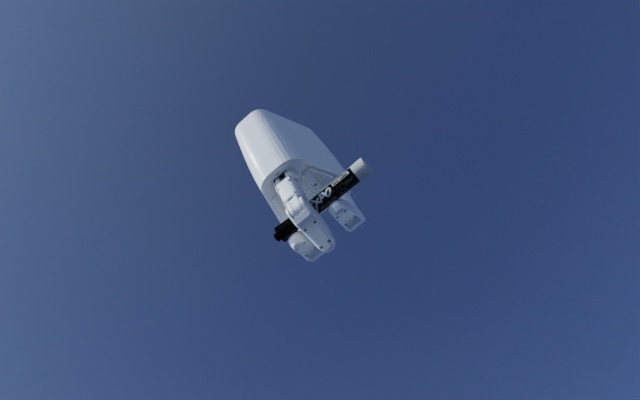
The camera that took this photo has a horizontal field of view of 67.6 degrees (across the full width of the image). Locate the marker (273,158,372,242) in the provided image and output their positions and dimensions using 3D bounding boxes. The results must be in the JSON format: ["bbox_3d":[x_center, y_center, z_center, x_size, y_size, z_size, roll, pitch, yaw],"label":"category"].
[{"bbox_3d":[0.000,0.002,0.487,0.121,0.020,0.020,-39,-7,9],"label":"marker"}]
